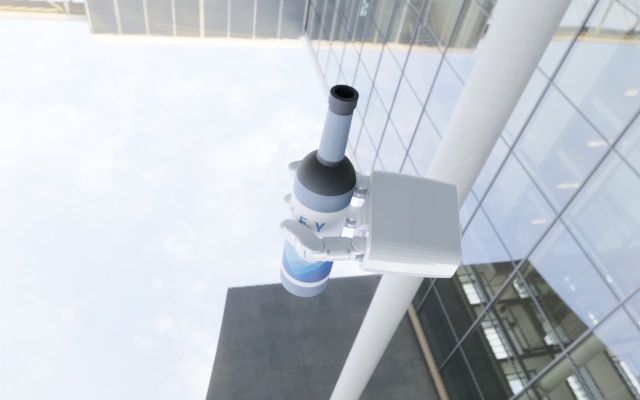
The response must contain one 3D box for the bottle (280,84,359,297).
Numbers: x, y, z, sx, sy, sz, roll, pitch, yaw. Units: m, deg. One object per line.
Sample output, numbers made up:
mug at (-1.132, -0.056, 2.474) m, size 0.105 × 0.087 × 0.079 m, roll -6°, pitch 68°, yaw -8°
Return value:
bottle at (0.000, 0.002, 0.540) m, size 0.069 × 0.069 × 0.296 m, roll 0°, pitch -43°, yaw -12°
